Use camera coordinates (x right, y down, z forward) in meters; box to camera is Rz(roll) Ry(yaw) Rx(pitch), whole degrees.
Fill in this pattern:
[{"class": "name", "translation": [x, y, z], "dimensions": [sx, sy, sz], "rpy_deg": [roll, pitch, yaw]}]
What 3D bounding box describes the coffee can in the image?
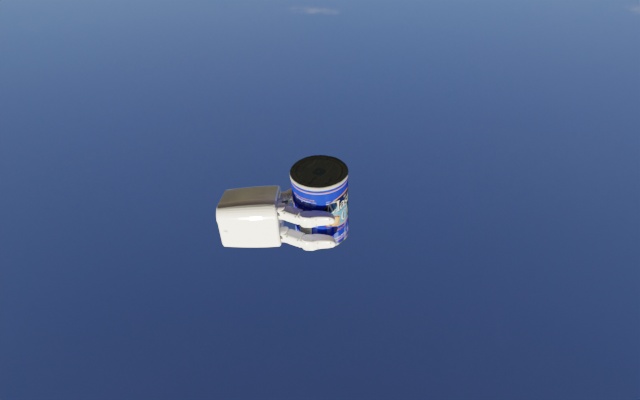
[{"class": "coffee can", "translation": [0.000, 0.003, 0.874], "dimensions": [0.103, 0.140, 0.102], "rpy_deg": [-2, 38, 1]}]
